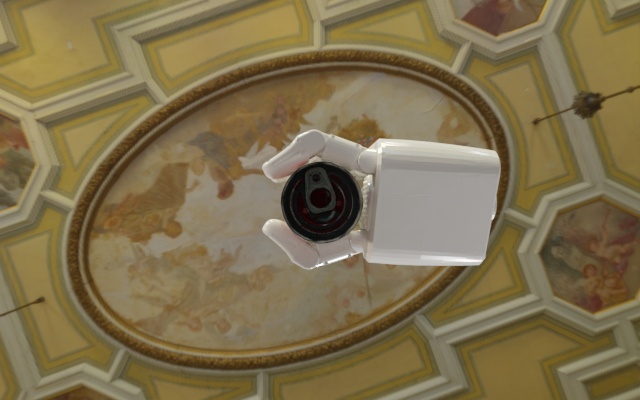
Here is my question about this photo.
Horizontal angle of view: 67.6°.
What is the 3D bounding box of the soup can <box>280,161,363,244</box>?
[{"bbox_3d":[0.000,0.002,0.440,0.068,0.068,0.102,0,0,-1],"label":"soup can"}]
